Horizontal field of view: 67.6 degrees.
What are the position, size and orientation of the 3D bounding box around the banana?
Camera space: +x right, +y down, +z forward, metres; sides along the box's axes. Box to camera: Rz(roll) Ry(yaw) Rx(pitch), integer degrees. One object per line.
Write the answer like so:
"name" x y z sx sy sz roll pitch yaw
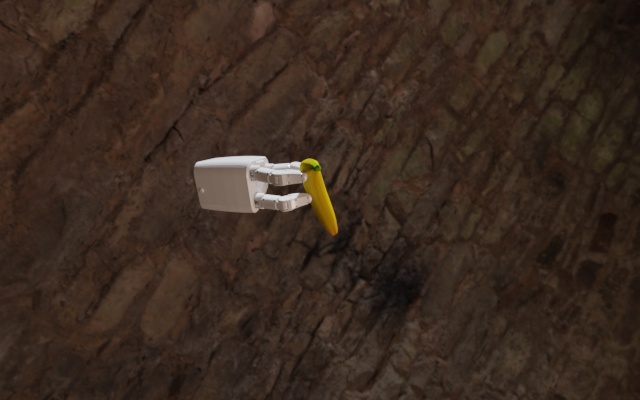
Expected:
"banana" -0.006 -0.013 0.863 0.037 0.069 0.198 -20 -40 -1
